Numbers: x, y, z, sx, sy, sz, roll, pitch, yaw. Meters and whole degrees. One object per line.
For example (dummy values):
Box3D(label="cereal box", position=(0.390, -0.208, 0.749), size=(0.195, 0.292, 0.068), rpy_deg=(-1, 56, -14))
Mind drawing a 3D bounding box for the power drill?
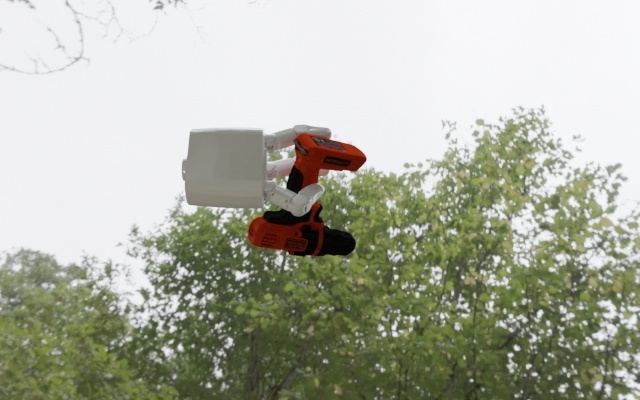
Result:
Box3D(label="power drill", position=(0.000, 0.002, 0.725), size=(0.184, 0.188, 0.057), rpy_deg=(9, 24, -30))
